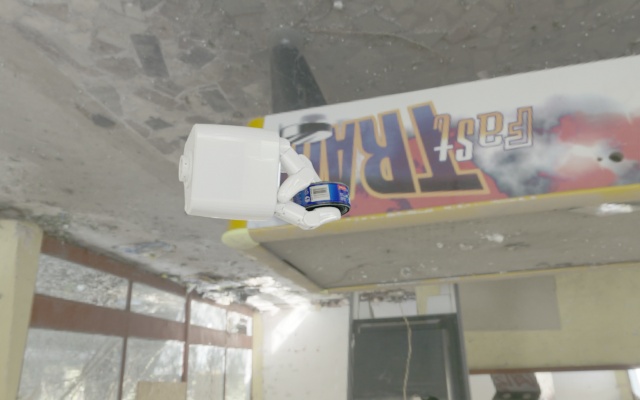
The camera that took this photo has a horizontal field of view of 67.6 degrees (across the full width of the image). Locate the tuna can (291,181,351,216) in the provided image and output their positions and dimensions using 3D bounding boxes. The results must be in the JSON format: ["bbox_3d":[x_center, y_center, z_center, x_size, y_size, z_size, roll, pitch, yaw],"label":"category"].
[{"bbox_3d":[0.000,0.003,0.684,0.086,0.033,0.086,-7,-17,-2],"label":"tuna can"}]
